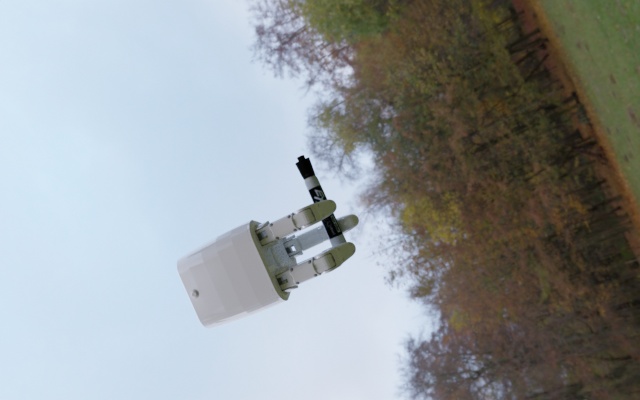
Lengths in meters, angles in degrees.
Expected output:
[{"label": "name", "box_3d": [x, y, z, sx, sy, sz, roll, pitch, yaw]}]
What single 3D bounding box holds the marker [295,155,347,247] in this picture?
[{"label": "marker", "box_3d": [0.000, 0.002, 0.573, 0.020, 0.121, 0.020, -24, -2, -1]}]
